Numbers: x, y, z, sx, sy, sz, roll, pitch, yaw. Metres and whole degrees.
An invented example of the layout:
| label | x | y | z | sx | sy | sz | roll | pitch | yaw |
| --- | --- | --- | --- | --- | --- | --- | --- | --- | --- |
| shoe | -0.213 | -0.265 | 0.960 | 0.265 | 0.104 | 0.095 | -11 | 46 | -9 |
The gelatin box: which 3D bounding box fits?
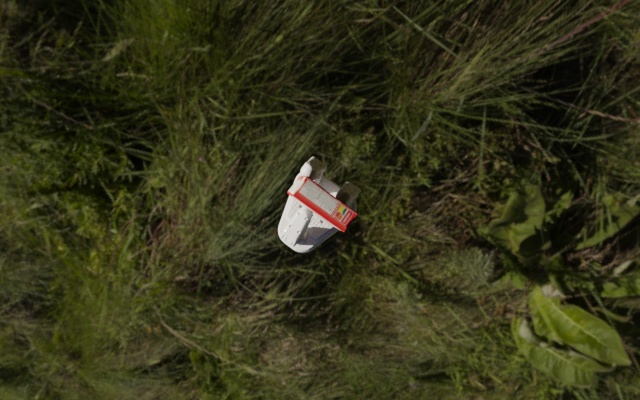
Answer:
| label | x | y | z | sx | sy | sz | roll | pitch | yaw |
| --- | --- | --- | --- | --- | --- | --- | --- | --- | --- |
| gelatin box | 0.000 | 0.002 | 0.573 | 0.073 | 0.030 | 0.089 | 36 | -2 | -8 |
